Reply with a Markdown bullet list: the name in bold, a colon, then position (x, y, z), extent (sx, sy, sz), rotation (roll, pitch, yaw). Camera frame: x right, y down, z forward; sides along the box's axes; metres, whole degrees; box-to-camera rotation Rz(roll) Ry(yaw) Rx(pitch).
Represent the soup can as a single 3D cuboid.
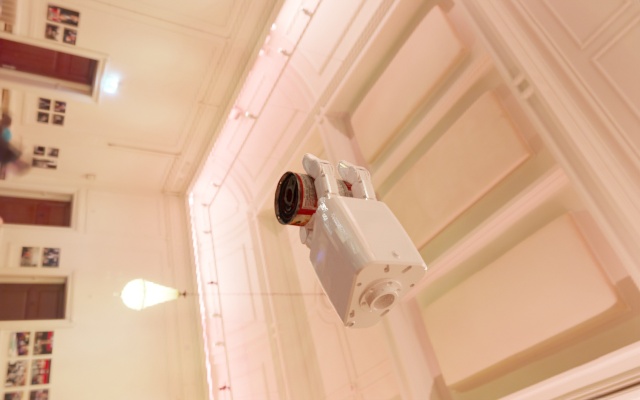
- **soup can**: position (0.000, 0.002, 0.620), extent (0.102, 0.068, 0.068), rotation (7, -4, -30)
